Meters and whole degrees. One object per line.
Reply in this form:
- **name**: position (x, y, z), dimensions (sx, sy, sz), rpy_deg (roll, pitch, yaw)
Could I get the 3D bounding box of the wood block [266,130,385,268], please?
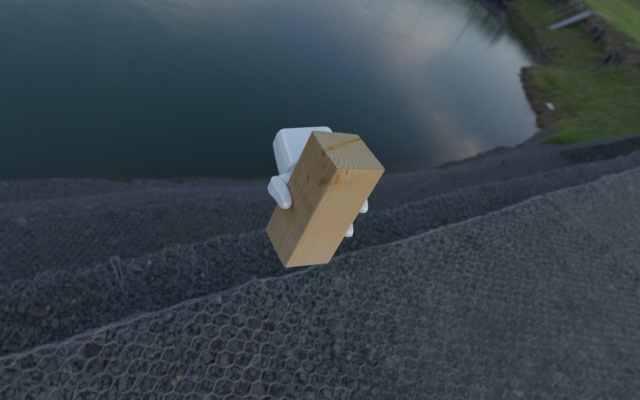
- **wood block**: position (0.000, 0.002, 0.750), dimensions (0.091, 0.206, 0.090), rpy_deg (0, 43, -35)
